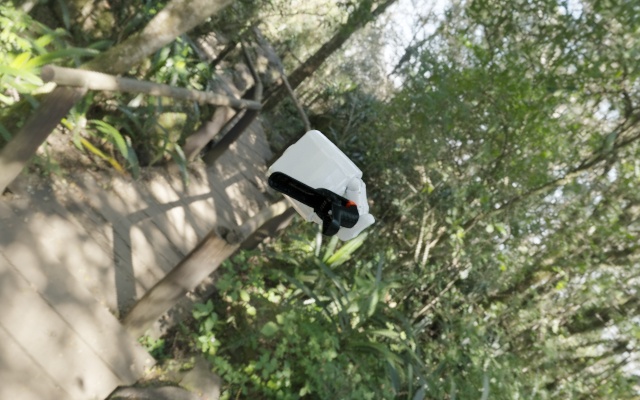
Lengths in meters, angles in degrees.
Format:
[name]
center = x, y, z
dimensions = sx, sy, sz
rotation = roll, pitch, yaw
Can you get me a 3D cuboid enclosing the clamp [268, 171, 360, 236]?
[clamp]
center = 0.001, 0.002, 0.669
dimensions = 0.120, 0.039, 0.171
rotation = 45, 12, 14
